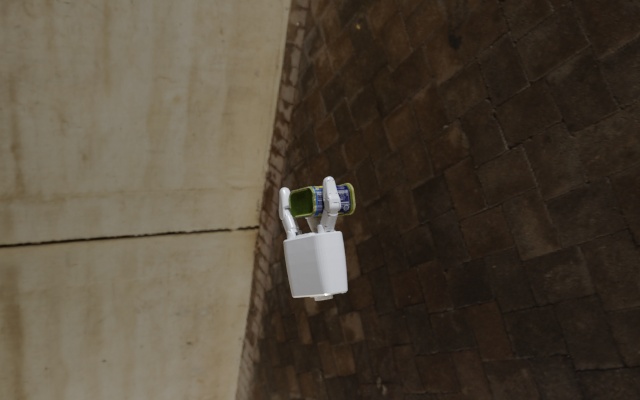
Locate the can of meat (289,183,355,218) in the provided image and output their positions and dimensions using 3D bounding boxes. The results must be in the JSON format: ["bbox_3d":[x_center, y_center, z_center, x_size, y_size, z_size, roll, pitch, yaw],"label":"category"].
[{"bbox_3d":[0.000,0.003,0.873,0.084,0.057,0.102,-4,-4,-30],"label":"can of meat"}]
